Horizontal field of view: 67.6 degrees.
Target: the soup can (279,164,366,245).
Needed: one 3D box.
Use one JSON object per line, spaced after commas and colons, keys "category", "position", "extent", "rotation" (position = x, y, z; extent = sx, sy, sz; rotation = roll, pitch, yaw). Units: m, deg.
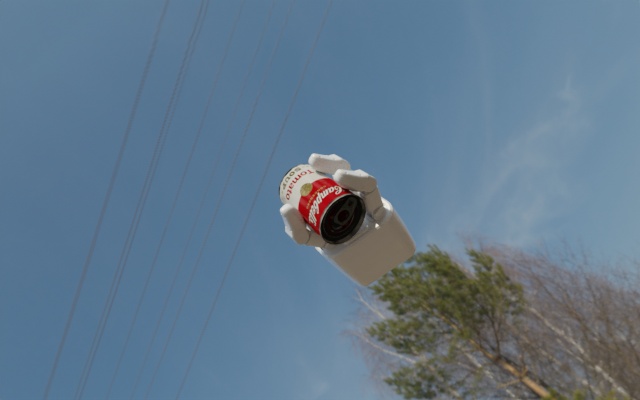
{"category": "soup can", "position": [0.000, 0.002, 0.606], "extent": [0.068, 0.068, 0.102], "rotation": [0, 25, -38]}
